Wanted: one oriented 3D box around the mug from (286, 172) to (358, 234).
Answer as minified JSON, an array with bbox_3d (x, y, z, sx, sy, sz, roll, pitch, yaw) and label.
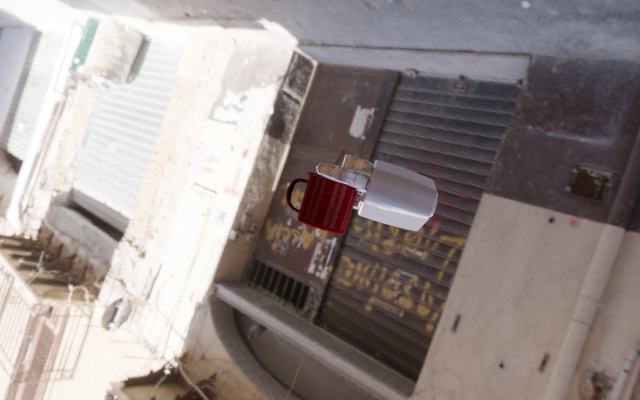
[{"bbox_3d":[-0.001,0.002,0.776,0.117,0.081,0.093,17,0,6],"label":"mug"}]
